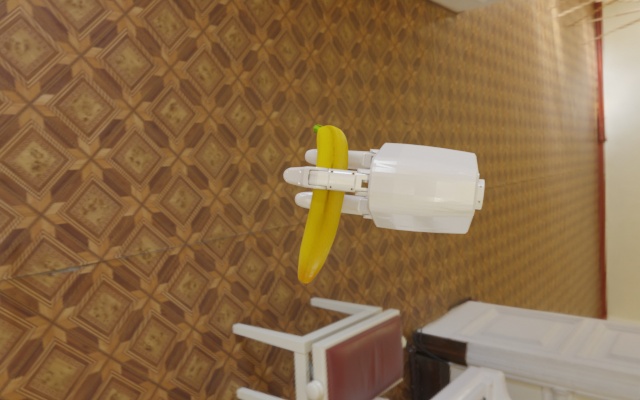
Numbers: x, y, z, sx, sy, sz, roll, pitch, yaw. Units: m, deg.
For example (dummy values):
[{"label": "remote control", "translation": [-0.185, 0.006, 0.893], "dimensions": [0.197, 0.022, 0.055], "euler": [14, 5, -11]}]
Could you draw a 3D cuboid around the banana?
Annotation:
[{"label": "banana", "translation": [0.005, -0.006, 0.541], "dimensions": [0.037, 0.197, 0.070], "euler": [11, -18, -12]}]
